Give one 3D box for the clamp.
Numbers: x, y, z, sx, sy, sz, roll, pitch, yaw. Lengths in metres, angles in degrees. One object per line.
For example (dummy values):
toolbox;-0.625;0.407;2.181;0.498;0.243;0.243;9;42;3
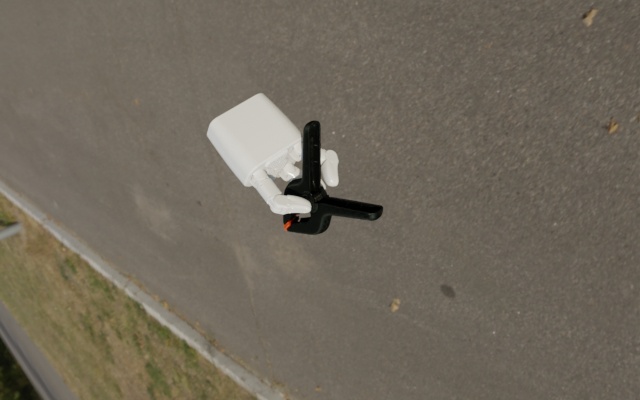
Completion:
clamp;-0.001;0.003;0.722;0.036;0.164;0.210;-29;-17;-37
